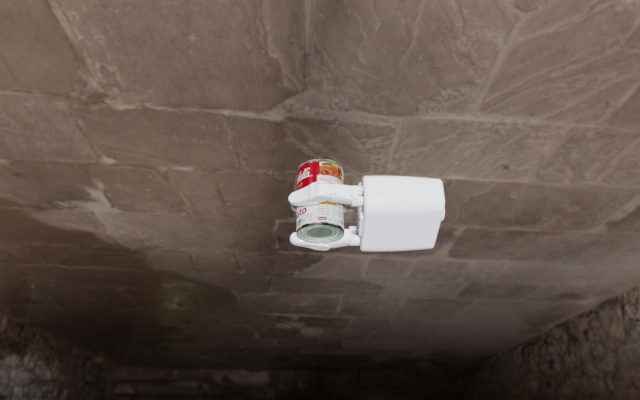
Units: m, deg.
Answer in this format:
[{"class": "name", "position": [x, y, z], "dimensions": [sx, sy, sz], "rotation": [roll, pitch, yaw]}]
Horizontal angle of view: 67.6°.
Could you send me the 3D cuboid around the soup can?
[{"class": "soup can", "position": [0.000, 0.002, 0.674], "dimensions": [0.068, 0.102, 0.068], "rotation": [0, -27, 0]}]
